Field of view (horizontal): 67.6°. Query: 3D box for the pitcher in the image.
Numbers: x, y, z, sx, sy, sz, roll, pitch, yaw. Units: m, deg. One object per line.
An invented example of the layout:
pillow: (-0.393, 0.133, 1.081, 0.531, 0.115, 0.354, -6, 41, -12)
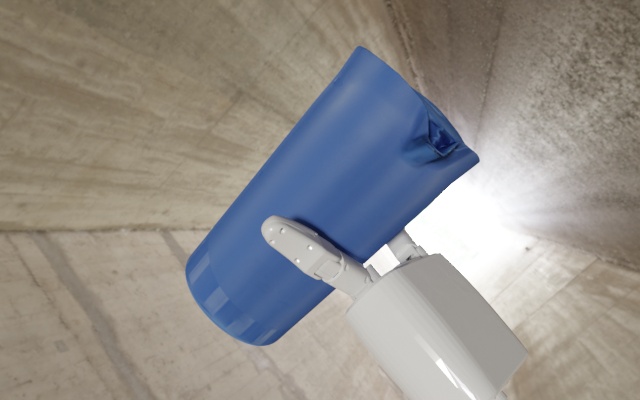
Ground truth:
pitcher: (0.000, 0.001, 0.413, 0.145, 0.243, 0.149, 49, 12, 24)
